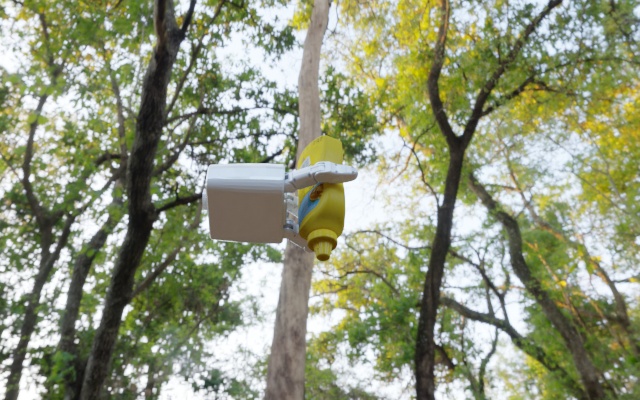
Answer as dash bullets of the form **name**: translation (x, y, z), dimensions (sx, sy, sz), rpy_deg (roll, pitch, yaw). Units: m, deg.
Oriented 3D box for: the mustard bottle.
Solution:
- **mustard bottle**: translation (0.000, 0.002, 0.687), dimensions (0.058, 0.191, 0.096), rpy_deg (19, -44, -22)
